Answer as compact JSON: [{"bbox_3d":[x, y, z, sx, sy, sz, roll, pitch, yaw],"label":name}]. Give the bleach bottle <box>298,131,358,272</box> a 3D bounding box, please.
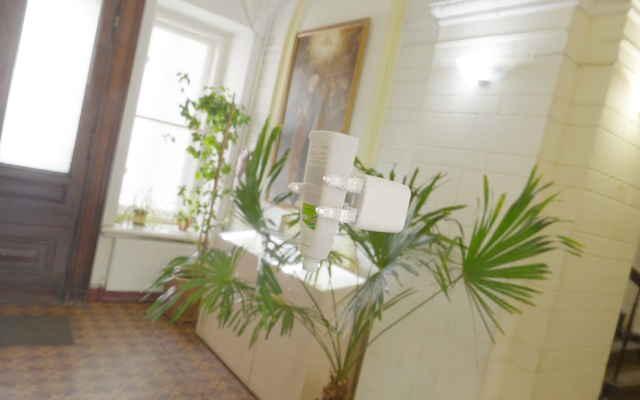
[{"bbox_3d":[0.000,0.003,0.868,0.068,0.251,0.102,10,4,-30],"label":"bleach bottle"}]
